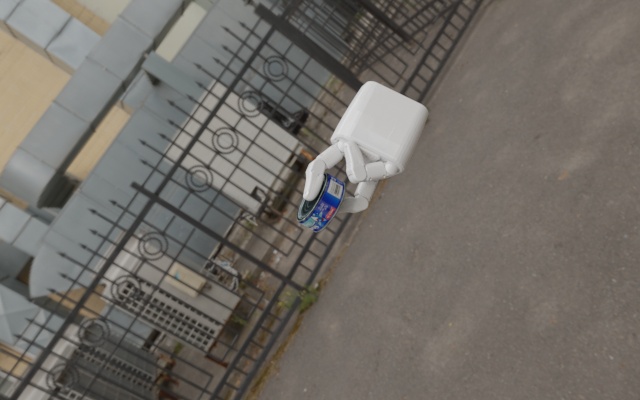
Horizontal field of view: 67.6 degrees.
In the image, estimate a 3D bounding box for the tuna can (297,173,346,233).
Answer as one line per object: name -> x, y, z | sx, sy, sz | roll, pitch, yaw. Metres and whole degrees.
tuna can -> 0.000, 0.002, 0.708 | 0.034, 0.086, 0.086 | 30, -9, -16
